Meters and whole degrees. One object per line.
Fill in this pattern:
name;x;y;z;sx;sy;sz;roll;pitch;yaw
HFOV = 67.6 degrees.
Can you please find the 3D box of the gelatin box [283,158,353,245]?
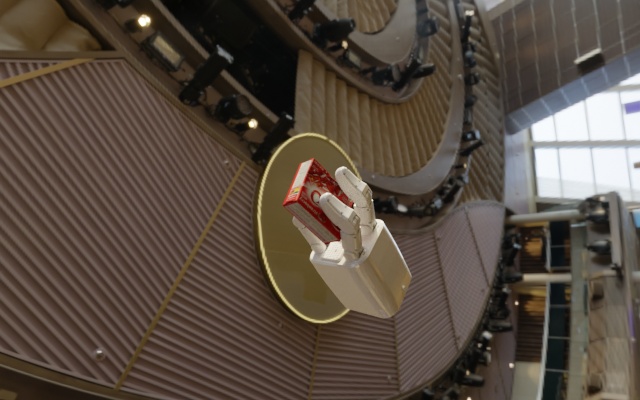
gelatin box;0.000;0.002;0.616;0.030;0.073;0.089;-18;-50;41
